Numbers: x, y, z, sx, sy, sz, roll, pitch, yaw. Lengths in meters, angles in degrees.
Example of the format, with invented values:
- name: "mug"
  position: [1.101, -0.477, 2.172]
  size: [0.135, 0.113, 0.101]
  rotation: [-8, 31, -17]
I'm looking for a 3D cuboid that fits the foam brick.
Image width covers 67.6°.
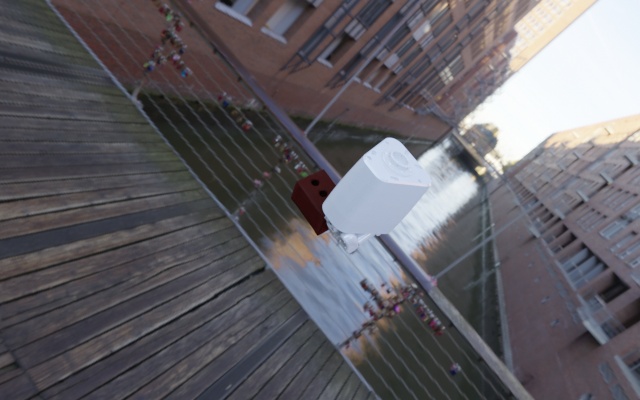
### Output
- name: "foam brick"
  position: [0.000, 0.002, 0.724]
  size: [0.053, 0.078, 0.051]
  rotation: [-26, -23, -26]
